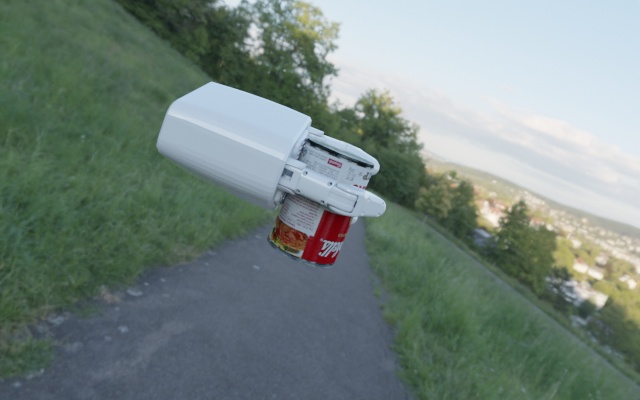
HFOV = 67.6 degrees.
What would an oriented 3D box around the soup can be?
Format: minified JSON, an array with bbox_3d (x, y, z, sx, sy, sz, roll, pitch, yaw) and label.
[{"bbox_3d":[0.001,0.001,0.441,0.068,0.102,0.068,21,10,-4],"label":"soup can"}]
